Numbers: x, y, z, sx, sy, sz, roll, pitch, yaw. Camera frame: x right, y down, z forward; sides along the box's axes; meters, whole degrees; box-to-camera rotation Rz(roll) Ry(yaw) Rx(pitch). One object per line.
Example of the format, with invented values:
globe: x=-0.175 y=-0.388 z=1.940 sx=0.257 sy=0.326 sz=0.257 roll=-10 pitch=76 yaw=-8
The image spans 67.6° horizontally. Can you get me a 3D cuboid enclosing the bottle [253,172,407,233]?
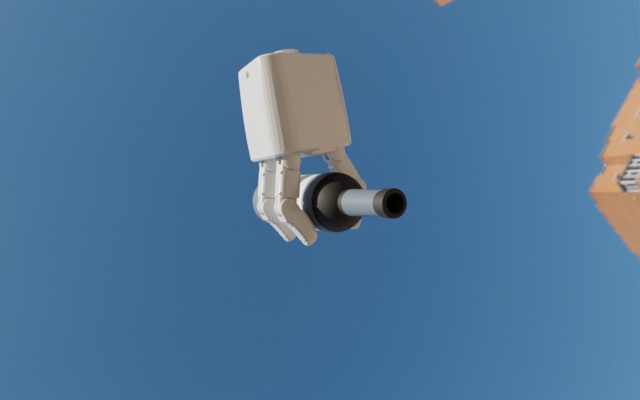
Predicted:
bottle: x=0.000 y=0.002 z=0.556 sx=0.069 sy=0.069 sz=0.295 roll=0 pitch=0 yaw=-27
